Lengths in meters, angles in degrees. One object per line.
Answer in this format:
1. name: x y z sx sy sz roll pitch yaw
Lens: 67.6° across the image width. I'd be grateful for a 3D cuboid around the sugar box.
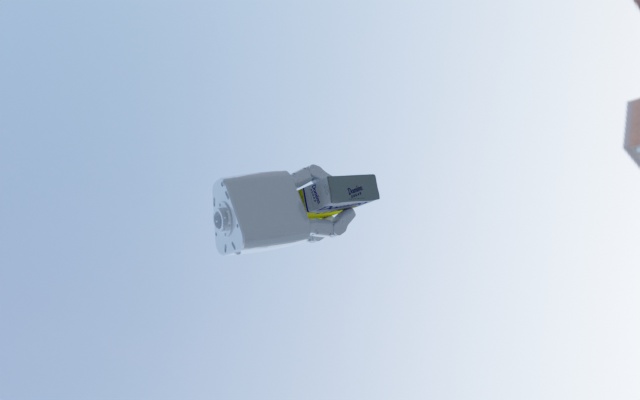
1. sugar box: 0.000 0.003 0.749 0.093 0.048 0.176 -5 -8 -36
